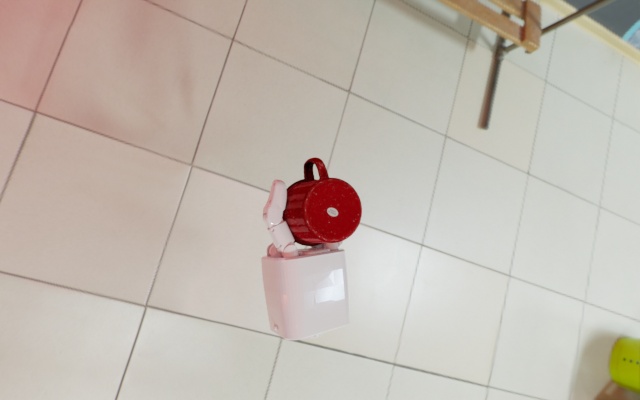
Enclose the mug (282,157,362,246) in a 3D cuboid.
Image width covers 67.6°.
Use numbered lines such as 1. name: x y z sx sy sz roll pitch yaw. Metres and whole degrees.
1. mug: 0.000 0.001 0.619 0.093 0.117 0.081 -6 -1 -23
